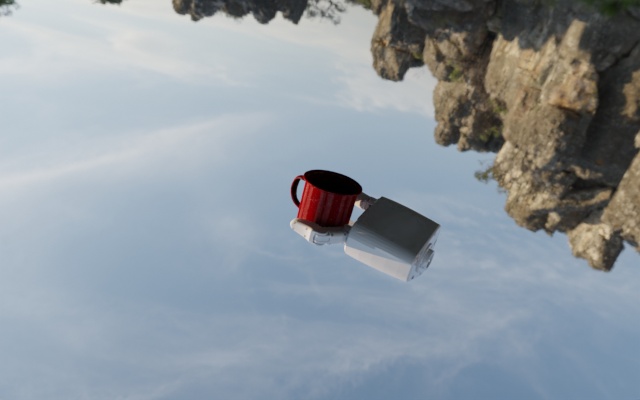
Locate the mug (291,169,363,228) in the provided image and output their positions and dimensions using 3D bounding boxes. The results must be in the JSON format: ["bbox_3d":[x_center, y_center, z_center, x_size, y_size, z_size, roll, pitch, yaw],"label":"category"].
[{"bbox_3d":[-0.001,0.002,0.744,0.117,0.081,0.093,26,25,25],"label":"mug"}]
